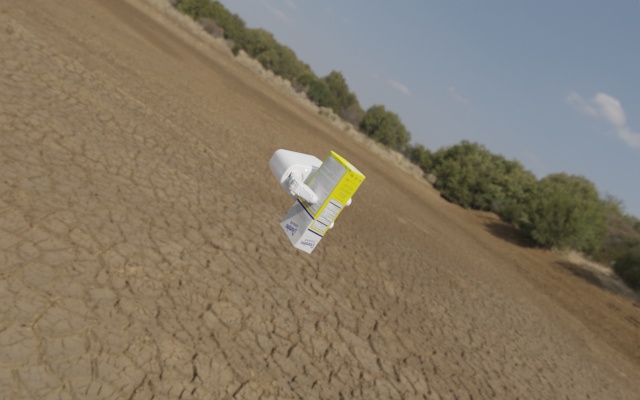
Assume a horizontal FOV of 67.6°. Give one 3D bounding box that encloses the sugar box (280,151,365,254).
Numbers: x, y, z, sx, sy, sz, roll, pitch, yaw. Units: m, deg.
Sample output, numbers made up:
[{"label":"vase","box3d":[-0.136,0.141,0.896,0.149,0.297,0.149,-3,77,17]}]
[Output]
[{"label":"sugar box","box3d":[0.001,0.003,0.887,0.048,0.176,0.093,27,13,-32]}]
